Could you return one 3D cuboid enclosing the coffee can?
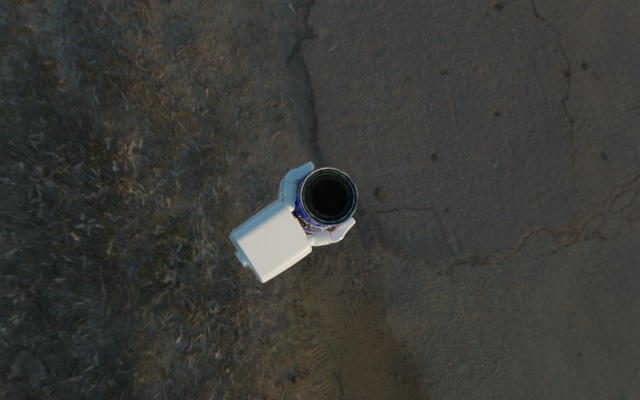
[{"bbox_3d":[0.000,0.003,0.880,0.103,0.103,0.140,0,-9,-13],"label":"coffee can"}]
